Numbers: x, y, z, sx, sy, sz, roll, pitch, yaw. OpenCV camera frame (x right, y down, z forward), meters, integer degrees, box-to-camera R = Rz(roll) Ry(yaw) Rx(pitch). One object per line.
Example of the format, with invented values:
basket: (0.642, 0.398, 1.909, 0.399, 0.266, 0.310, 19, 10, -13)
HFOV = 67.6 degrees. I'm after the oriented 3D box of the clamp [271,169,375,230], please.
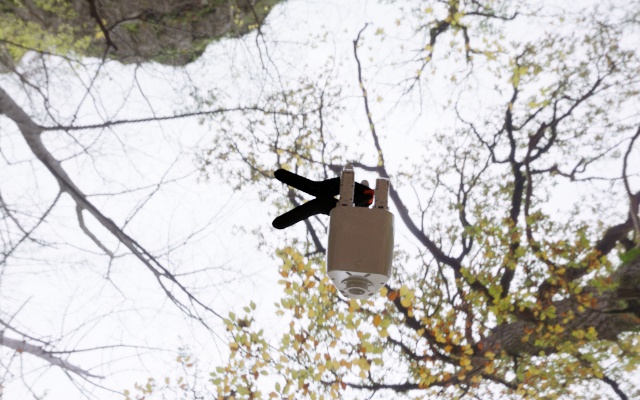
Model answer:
clamp: (0.000, 0.003, 0.766, 0.171, 0.120, 0.039, 4, -34, 6)
